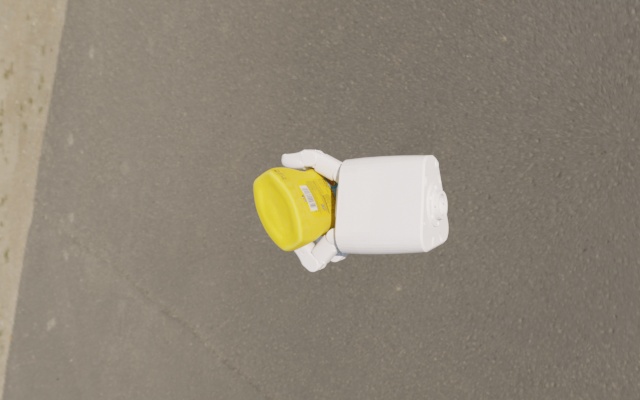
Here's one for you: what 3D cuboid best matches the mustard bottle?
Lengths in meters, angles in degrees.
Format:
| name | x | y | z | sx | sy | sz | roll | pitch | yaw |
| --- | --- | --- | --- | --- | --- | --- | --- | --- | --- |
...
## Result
| name | x | y | z | sx | sy | sz | roll | pitch | yaw |
| --- | --- | --- | --- | --- | --- | --- | --- | --- | --- |
| mustard bottle | 0.000 | 0.002 | 0.621 | 0.058 | 0.096 | 0.191 | -32 | -12 | 31 |
